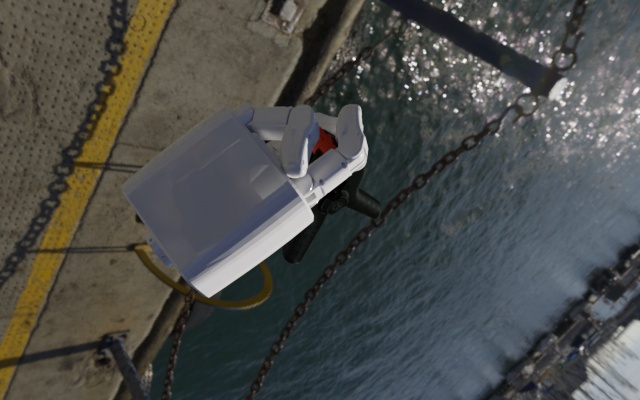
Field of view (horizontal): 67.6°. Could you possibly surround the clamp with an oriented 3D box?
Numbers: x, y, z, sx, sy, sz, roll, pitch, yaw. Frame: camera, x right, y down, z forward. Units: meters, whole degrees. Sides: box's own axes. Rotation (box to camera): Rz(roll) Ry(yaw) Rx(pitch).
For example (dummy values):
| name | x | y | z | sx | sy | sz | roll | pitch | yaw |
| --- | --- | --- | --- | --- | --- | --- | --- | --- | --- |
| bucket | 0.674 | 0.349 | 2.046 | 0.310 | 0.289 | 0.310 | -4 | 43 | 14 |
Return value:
| name | x | y | z | sx | sy | sz | roll | pitch | yaw |
| --- | --- | --- | --- | --- | --- | --- | --- | --- | --- |
| clamp | 0.000 | 0.002 | 0.464 | 0.120 | 0.039 | 0.172 | -38 | -33 | -8 |
